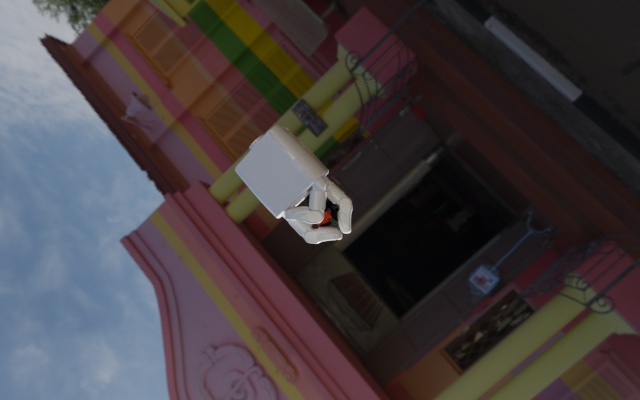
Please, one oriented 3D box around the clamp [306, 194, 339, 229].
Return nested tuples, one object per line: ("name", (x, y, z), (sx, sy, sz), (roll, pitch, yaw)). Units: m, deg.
("clamp", (0.000, 0.003, 0.837), (0.039, 0.120, 0.171), (-43, -1, 7))
